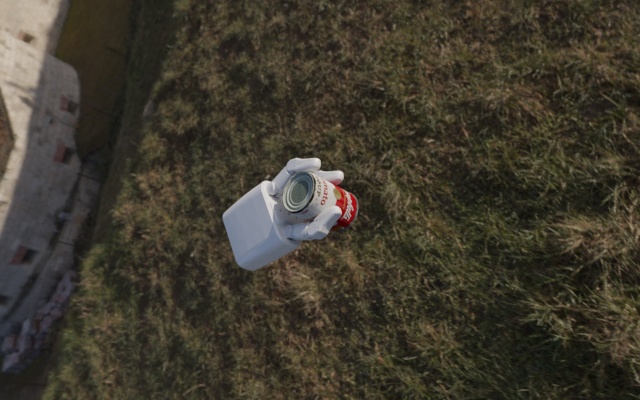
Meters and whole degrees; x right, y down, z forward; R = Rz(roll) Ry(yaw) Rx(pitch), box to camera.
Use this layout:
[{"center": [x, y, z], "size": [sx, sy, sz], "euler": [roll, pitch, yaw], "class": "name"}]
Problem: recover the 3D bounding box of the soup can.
[{"center": [0.000, 0.002, 0.730], "size": [0.068, 0.068, 0.102], "euler": [0, -19, 44], "class": "soup can"}]
